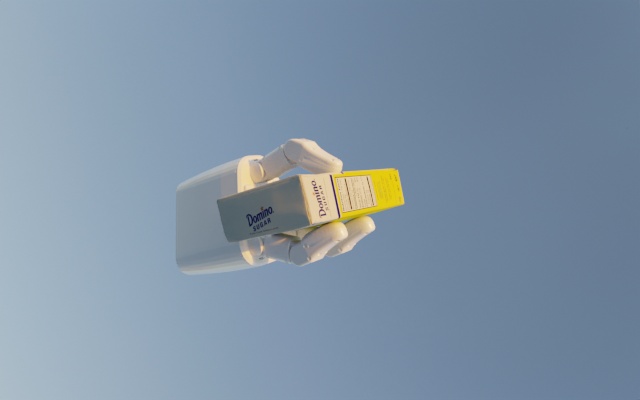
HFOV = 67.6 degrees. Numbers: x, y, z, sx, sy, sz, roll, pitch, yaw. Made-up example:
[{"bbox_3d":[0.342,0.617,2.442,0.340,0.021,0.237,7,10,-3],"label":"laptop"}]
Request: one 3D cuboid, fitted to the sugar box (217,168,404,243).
[{"bbox_3d":[0.000,0.002,0.447,0.093,0.048,0.176,-14,-1,34],"label":"sugar box"}]
